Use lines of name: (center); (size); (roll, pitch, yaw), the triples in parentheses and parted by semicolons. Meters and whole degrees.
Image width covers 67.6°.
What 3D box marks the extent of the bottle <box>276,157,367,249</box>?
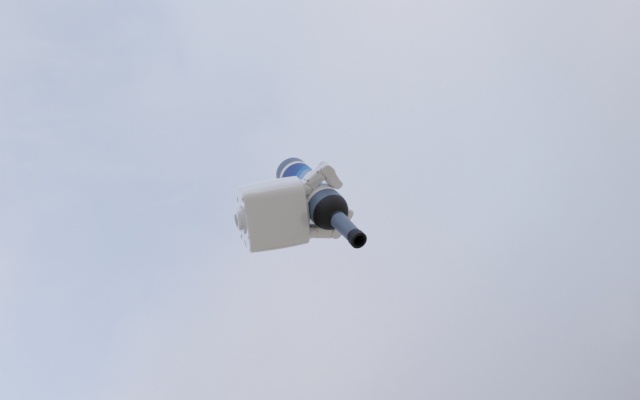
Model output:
bottle: (0.000, 0.003, 0.841); (0.069, 0.069, 0.295); (0, 23, -26)
